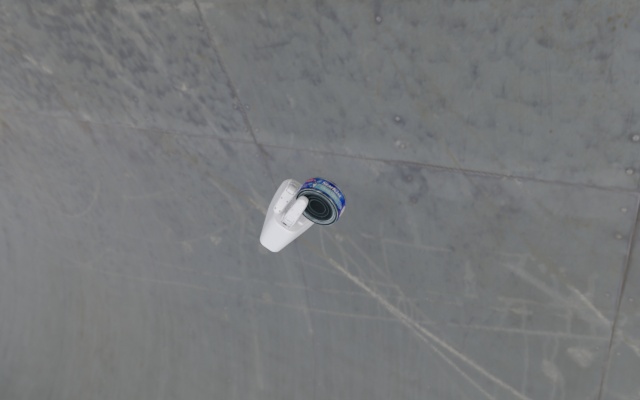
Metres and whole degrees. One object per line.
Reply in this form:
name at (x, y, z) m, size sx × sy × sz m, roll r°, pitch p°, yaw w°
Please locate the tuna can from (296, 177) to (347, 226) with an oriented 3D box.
tuna can at (0.000, 0.003, 0.835) m, size 0.086 × 0.086 × 0.033 m, roll 0°, pitch 38°, yaw 35°
